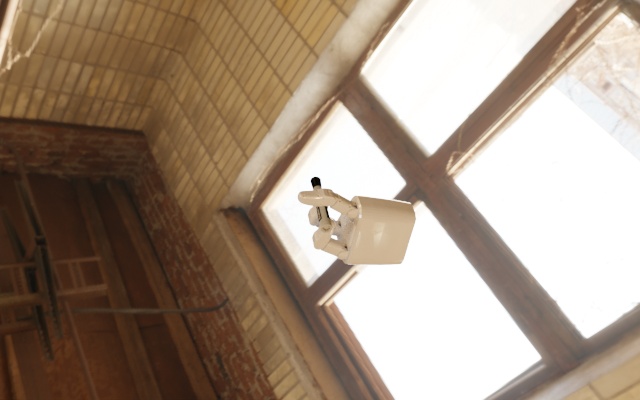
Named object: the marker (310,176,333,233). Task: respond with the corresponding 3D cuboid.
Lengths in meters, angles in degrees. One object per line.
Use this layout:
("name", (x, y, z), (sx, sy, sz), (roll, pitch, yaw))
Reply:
("marker", (0.000, 0.003, 0.769), (0.020, 0.020, 0.121), (0, 42, -12))
